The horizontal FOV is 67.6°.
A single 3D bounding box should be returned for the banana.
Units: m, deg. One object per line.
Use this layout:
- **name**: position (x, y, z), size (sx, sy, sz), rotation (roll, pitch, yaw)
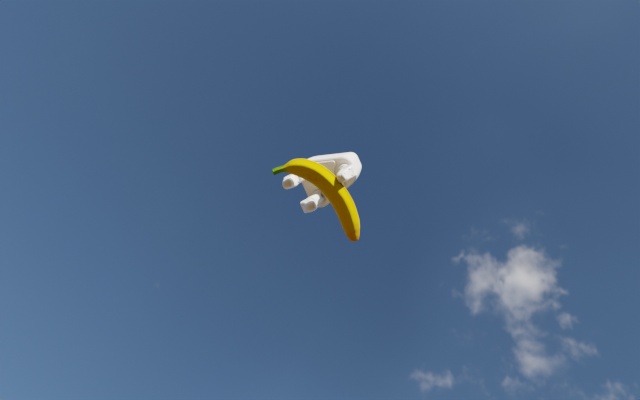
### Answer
- **banana**: position (0.010, -0.013, 0.852), size (0.198, 0.069, 0.037), rotation (41, 12, -1)
